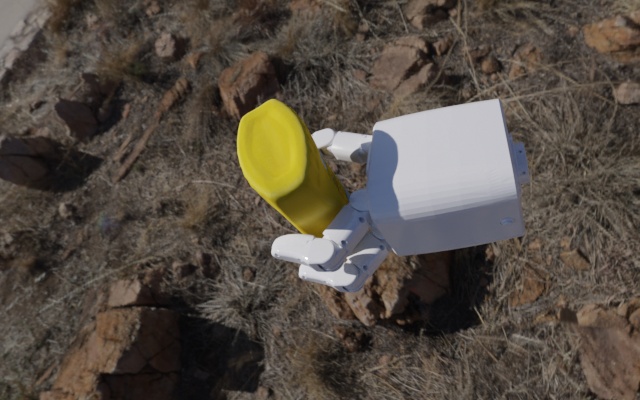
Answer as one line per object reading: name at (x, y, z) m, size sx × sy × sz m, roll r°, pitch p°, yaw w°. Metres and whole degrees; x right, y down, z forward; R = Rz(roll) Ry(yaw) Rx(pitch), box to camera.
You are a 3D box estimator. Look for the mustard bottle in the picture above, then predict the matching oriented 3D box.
mustard bottle at (0.000, 0.001, 0.427) m, size 0.058 × 0.096 × 0.192 m, roll -31°, pitch -37°, yaw 7°
